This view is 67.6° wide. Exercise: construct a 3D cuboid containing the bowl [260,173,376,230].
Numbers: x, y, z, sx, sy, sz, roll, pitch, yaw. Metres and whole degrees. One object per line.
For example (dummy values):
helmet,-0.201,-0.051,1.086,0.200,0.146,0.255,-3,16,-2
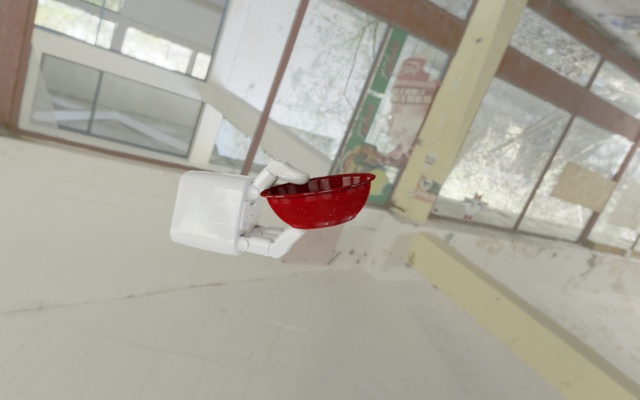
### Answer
bowl,0.001,0.003,0.660,0.162,0.055,0.162,-9,9,1
